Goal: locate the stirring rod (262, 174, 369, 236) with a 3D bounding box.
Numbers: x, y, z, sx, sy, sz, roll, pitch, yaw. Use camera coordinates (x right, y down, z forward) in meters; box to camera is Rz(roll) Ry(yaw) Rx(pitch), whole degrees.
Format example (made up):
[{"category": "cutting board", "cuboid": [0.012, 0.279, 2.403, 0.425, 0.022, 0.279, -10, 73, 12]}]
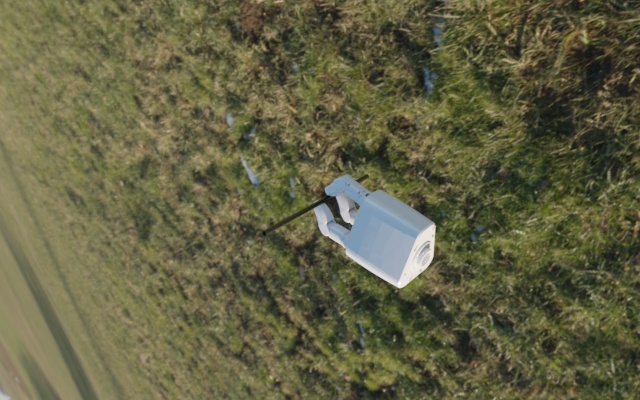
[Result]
[{"category": "stirring rod", "cuboid": [0.000, 0.003, 0.782, 0.239, 0.011, 0.011, -29, 18, -37]}]
